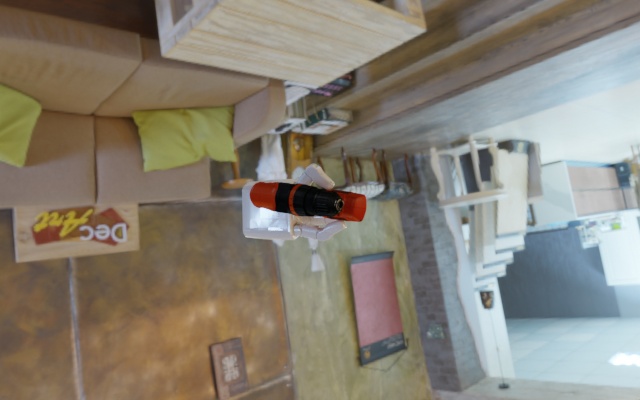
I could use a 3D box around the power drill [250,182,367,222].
[{"bbox_3d":[0.000,0.003,0.824,0.184,0.057,0.188,9,0,38],"label":"power drill"}]
